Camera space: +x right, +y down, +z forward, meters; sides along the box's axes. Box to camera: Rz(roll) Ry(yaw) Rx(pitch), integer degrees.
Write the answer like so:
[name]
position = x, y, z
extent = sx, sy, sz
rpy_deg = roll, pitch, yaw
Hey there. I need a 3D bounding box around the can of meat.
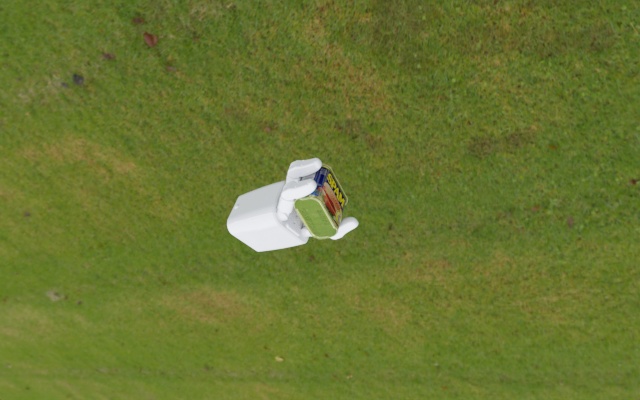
[can of meat]
position = 0.000, 0.003, 0.812
extent = 0.057, 0.102, 0.084
rpy_deg = -11, 38, 25
